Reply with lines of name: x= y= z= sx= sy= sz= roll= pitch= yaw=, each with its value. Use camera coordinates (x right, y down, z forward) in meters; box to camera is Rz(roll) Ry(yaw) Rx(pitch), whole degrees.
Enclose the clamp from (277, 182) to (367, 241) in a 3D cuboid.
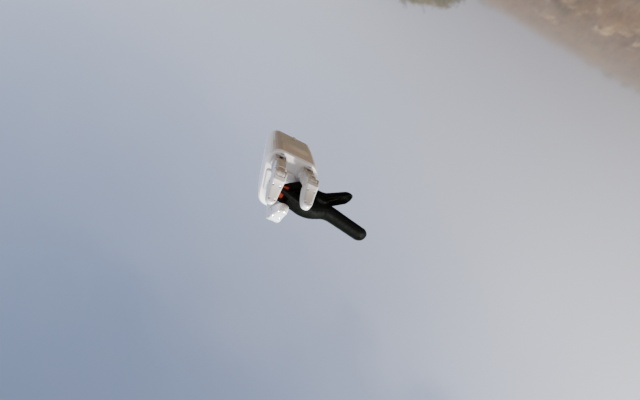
clamp: x=0.000 y=0.003 z=0.839 sx=0.171 sy=0.039 sz=0.120 roll=25 pitch=24 yaw=-19
